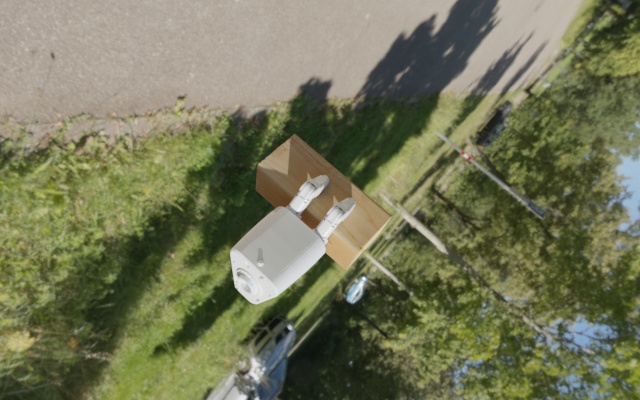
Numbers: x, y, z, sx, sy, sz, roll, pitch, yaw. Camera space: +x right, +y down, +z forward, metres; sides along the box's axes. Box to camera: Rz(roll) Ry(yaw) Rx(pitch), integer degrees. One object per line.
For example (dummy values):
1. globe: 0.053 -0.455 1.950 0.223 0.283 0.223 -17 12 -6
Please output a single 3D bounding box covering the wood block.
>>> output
1. wood block: 0.000 0.003 0.776 0.090 0.206 0.091 -44 -11 -25
